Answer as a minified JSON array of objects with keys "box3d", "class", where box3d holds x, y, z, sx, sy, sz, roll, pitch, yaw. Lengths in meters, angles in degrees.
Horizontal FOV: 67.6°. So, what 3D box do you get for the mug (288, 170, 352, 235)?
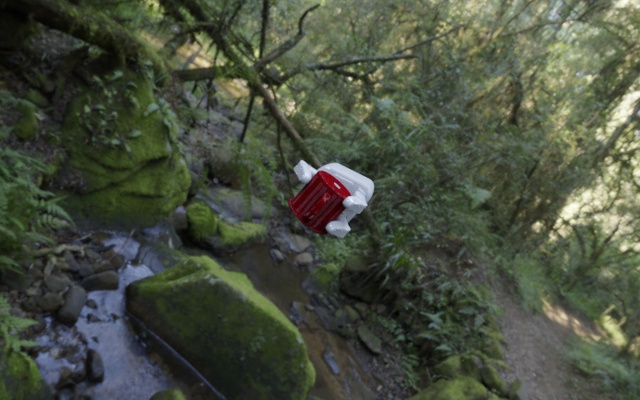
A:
[{"box3d":[0.000,0.003,0.842,0.093,0.081,0.117,42,16,1],"class":"mug"}]
